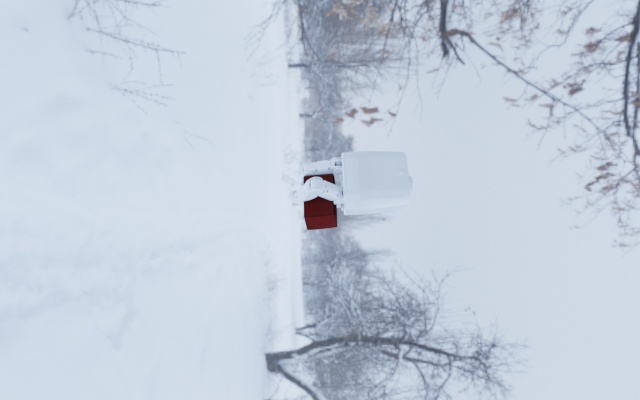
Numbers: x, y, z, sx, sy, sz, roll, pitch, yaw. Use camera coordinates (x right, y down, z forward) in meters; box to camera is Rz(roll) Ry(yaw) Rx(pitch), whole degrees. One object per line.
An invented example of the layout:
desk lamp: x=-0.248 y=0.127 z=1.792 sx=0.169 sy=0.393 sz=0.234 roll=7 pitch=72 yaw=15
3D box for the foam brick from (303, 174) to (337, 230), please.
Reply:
foam brick: x=0.000 y=0.003 z=0.789 sx=0.051 sy=0.078 sz=0.053 roll=-3 pitch=-26 yaw=4
